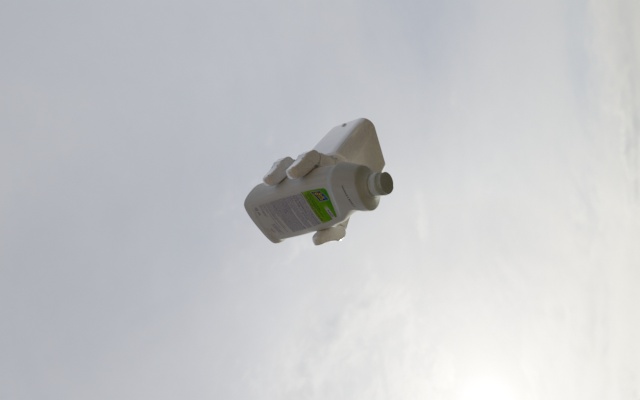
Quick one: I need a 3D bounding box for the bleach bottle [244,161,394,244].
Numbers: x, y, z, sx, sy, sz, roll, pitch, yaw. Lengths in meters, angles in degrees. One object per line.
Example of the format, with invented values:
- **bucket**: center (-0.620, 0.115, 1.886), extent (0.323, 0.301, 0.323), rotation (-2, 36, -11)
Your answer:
- **bleach bottle**: center (0.000, 0.002, 0.687), extent (0.251, 0.103, 0.068), rotation (-12, 35, 44)
